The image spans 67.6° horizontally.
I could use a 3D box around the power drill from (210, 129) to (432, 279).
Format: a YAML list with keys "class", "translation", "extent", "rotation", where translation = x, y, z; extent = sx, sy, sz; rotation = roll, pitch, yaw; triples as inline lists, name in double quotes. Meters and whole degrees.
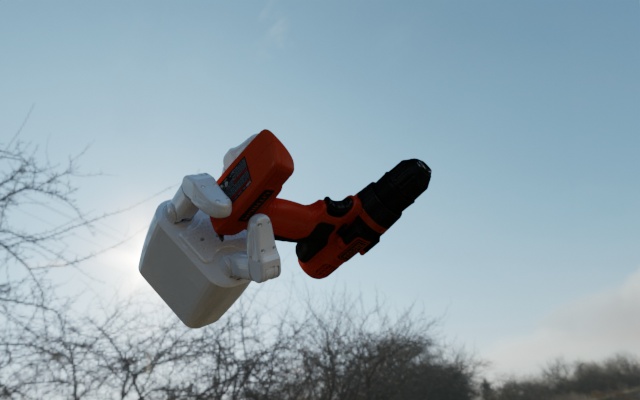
- class: "power drill"
  translation: [0.000, 0.002, 0.477]
  extent: [0.188, 0.057, 0.184]
  rotation: [25, -60, -40]
